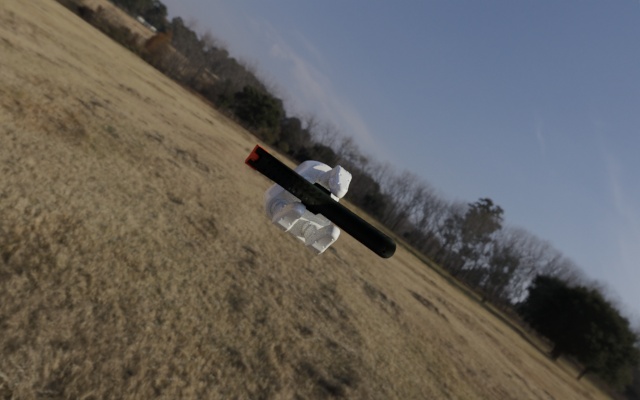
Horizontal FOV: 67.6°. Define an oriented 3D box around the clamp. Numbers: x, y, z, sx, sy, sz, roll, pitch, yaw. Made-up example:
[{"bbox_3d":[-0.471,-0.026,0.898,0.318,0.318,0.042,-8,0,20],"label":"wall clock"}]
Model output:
[{"bbox_3d":[0.000,0.001,0.602,0.210,0.036,0.164,35,-2,-14],"label":"clamp"}]
